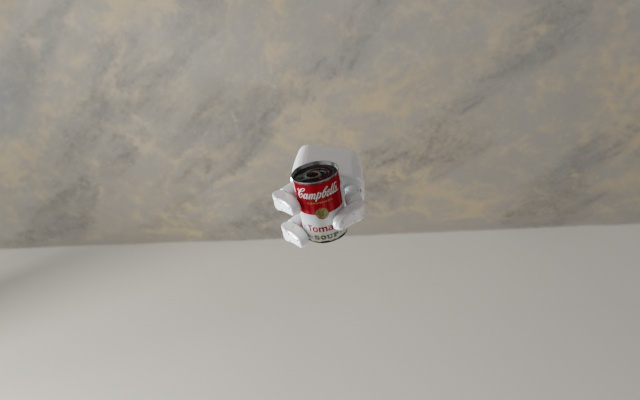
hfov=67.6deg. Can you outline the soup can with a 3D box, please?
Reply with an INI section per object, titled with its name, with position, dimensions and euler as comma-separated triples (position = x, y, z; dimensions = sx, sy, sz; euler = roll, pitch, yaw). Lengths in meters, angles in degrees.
[soup can]
position = 0.000, 0.003, 0.695
dimensions = 0.068, 0.102, 0.068
euler = -8, 30, 5
